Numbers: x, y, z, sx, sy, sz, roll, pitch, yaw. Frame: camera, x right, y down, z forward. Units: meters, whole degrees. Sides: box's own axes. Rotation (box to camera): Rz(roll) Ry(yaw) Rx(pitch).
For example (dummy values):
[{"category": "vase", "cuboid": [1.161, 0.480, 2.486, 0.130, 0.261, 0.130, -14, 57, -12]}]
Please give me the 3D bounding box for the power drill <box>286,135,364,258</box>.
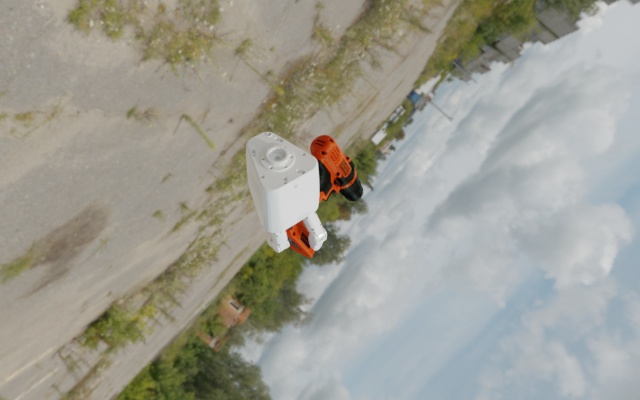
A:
[{"category": "power drill", "cuboid": [0.000, 0.003, 0.848, 0.057, 0.187, 0.184, 19, -20, 36]}]
